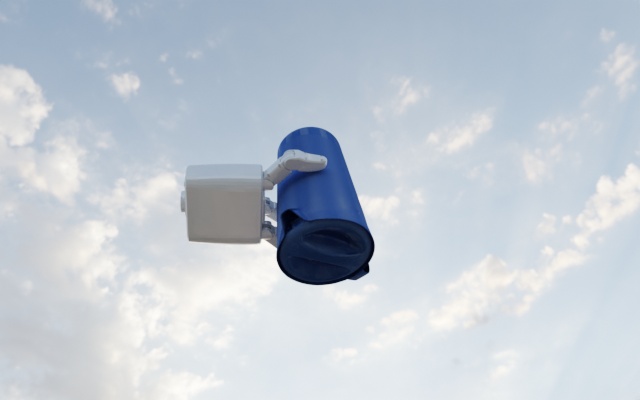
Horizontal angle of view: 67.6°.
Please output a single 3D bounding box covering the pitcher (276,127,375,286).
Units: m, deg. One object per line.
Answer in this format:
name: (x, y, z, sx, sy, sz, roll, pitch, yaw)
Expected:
pitcher: (0.000, 0.002, 0.725, 0.145, 0.149, 0.242, 0, 41, -9)
